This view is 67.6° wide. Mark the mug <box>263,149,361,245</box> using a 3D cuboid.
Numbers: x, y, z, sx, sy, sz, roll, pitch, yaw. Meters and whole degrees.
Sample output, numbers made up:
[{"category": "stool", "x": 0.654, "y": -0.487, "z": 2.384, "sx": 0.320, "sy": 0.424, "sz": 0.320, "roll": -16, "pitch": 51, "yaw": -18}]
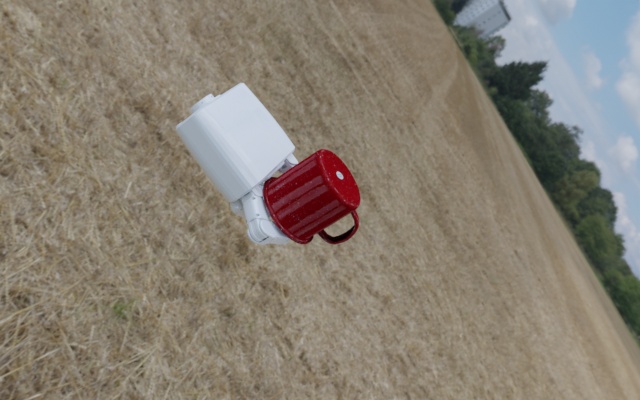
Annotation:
[{"category": "mug", "x": 0.001, "y": 0.003, "z": 0.566, "sx": 0.081, "sy": 0.117, "sz": 0.093, "roll": -32, "pitch": 14, "yaw": 23}]
